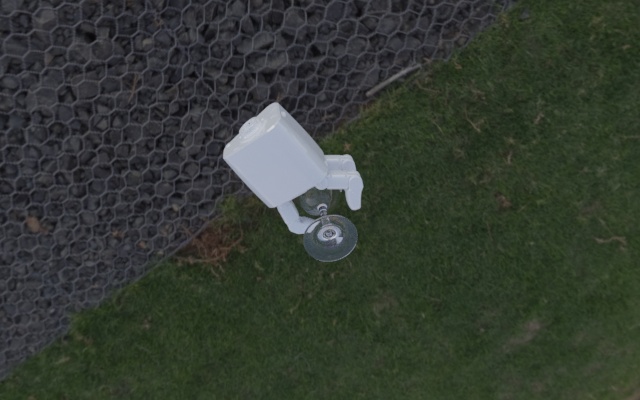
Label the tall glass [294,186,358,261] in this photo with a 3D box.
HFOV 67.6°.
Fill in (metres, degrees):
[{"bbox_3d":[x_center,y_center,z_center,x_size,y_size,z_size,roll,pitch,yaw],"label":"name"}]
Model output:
[{"bbox_3d":[0.000,0.003,0.722,0.079,0.079,0.201,0,29,-9],"label":"tall glass"}]
